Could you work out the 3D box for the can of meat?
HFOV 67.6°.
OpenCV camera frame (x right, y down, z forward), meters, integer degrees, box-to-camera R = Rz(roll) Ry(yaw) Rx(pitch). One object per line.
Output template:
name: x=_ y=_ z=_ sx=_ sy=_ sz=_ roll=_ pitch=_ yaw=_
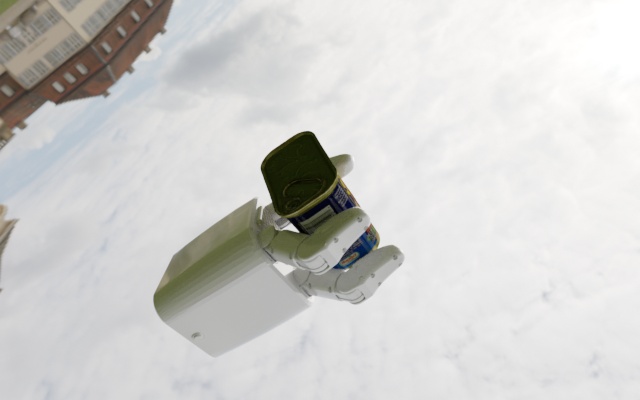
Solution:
can of meat: x=0.000 y=0.001 z=0.412 sx=0.057 sy=0.084 sz=0.102 roll=-34 pitch=36 yaw=5
